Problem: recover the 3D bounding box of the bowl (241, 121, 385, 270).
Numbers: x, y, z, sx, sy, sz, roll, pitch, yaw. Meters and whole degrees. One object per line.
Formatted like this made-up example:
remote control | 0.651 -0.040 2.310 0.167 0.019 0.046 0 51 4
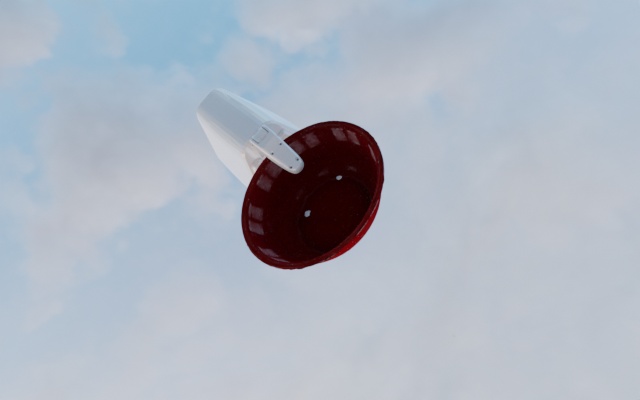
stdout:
bowl | 0.001 0.003 0.478 0.162 0.162 0.055 0 -27 35
